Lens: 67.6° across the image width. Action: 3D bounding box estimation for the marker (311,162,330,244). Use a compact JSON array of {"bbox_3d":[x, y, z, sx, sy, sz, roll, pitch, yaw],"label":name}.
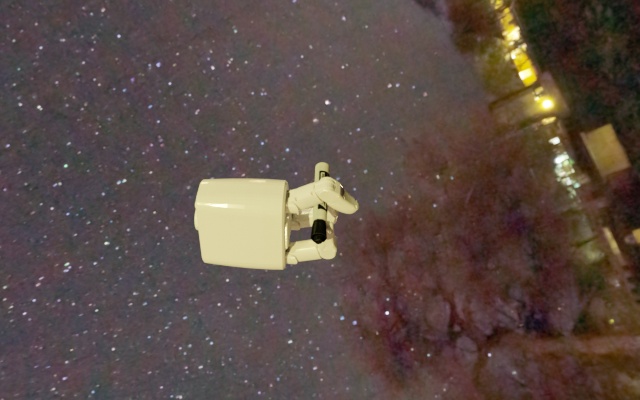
[{"bbox_3d":[0.000,0.002,0.578,0.020,0.121,0.020,2,-41,2],"label":"marker"}]
